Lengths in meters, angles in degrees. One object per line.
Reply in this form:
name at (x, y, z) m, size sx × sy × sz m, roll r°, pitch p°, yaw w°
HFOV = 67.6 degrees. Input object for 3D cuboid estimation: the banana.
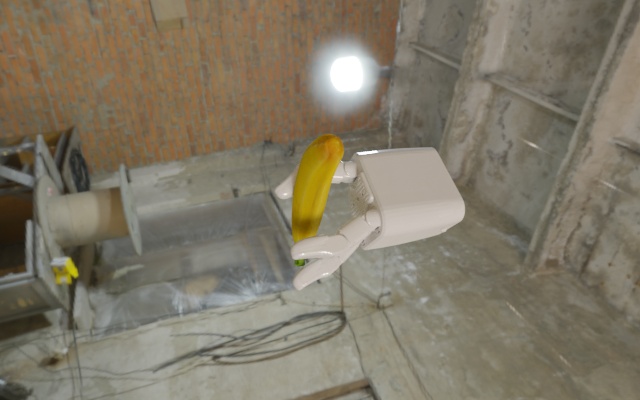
banana at (-0.005, -0.011, 0.504) m, size 0.037 × 0.069 × 0.198 m, roll -4°, pitch -39°, yaw -15°
